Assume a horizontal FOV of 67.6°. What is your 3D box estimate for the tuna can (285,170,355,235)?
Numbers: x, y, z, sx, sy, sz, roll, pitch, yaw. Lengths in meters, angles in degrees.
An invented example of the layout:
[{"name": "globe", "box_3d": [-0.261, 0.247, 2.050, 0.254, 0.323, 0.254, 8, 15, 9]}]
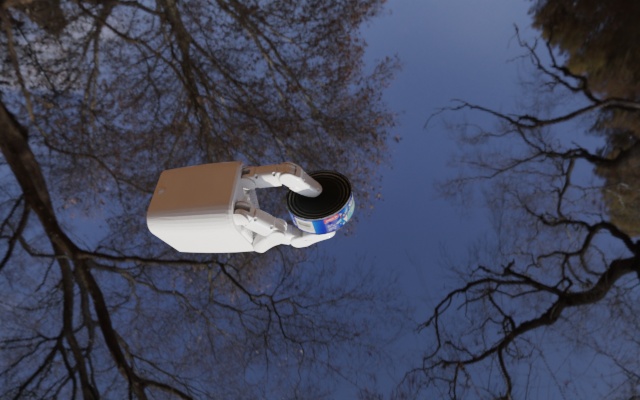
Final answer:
[{"name": "tuna can", "box_3d": [0.000, 0.002, 0.610, 0.086, 0.086, 0.034, 0, -42, 16]}]
